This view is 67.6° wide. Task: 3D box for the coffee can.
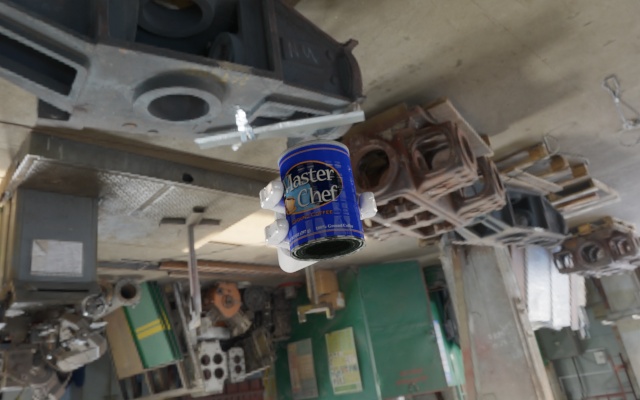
[{"bbox_3d":[0.000,0.002,0.656,0.103,0.140,0.103,-8,-21,-3],"label":"coffee can"}]
